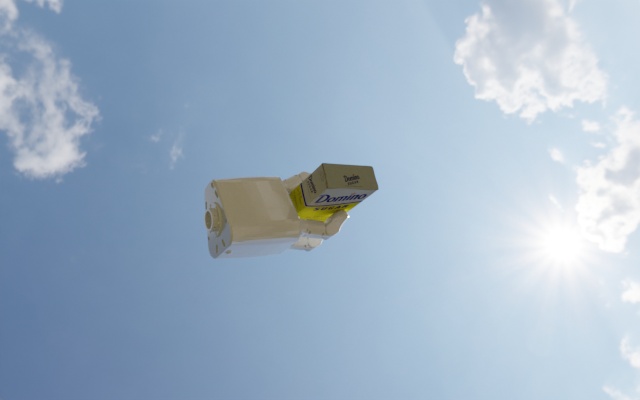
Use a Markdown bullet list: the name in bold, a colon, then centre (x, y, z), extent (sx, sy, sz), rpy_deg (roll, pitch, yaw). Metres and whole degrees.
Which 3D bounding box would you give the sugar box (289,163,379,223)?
- **sugar box**: centre (0.000, 0.003, 0.738), extent (0.093, 0.048, 0.176), rpy_deg (1, -22, -33)
